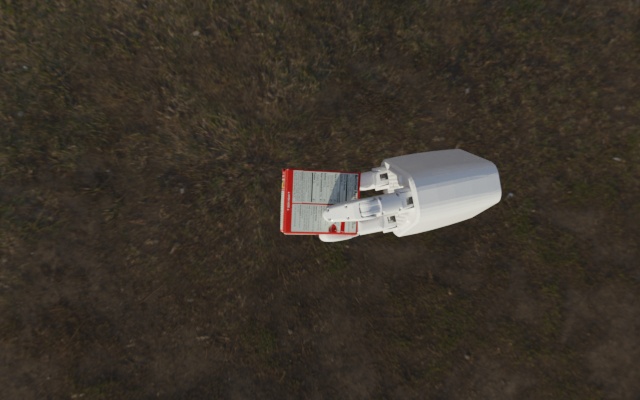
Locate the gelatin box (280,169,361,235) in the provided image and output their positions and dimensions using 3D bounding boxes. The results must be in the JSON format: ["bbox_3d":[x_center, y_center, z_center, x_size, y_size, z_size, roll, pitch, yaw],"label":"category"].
[{"bbox_3d":[0.000,0.002,0.548,0.089,0.073,0.030,2,2,-14],"label":"gelatin box"}]
